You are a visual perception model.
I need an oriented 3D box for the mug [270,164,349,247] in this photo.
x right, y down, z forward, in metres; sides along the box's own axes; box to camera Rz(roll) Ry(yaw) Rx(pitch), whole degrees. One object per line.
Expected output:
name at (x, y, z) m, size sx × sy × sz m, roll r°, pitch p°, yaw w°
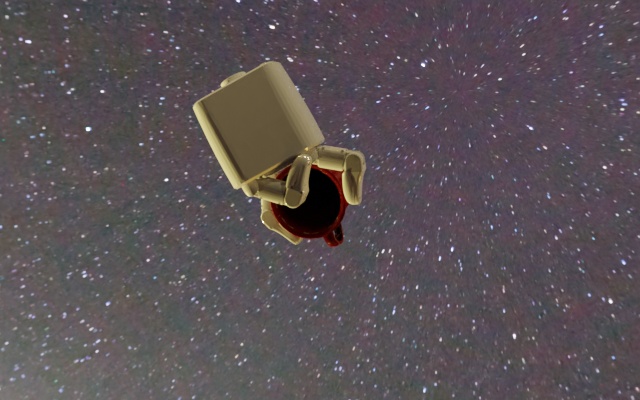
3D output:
mug at (0.001, 0.003, 0.597) m, size 0.093 × 0.117 × 0.081 m, roll -25°, pitch 7°, yaw 20°
